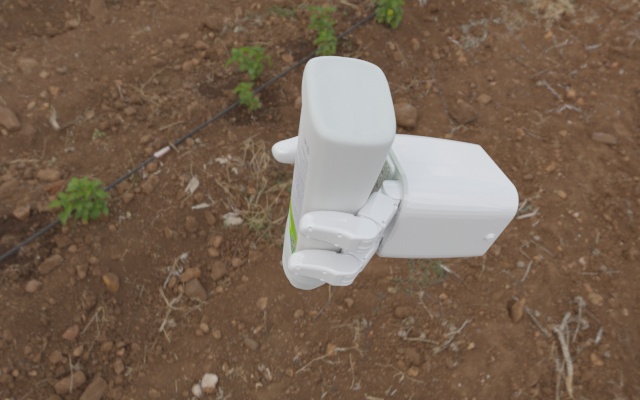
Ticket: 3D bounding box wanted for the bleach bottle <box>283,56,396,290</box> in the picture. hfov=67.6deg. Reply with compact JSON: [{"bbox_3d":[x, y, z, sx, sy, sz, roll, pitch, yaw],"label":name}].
[{"bbox_3d":[0.000,0.002,0.444,0.068,0.102,0.251,4,-39,-10],"label":"bleach bottle"}]
